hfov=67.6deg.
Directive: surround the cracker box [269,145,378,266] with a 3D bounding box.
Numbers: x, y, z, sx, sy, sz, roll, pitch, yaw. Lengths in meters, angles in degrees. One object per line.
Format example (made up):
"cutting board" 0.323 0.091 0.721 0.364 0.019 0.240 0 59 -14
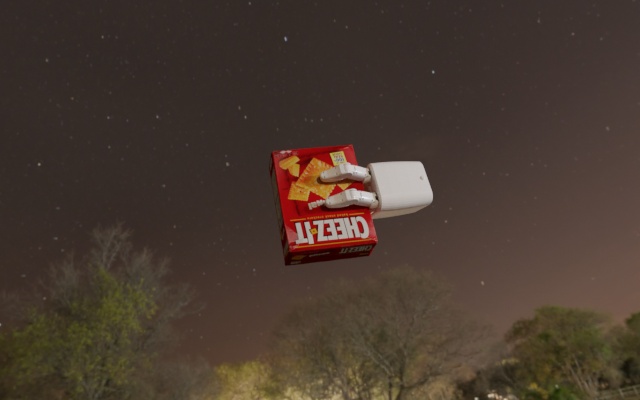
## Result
"cracker box" 0.000 0.003 0.894 0.164 0.213 0.072 -5 -29 -13
